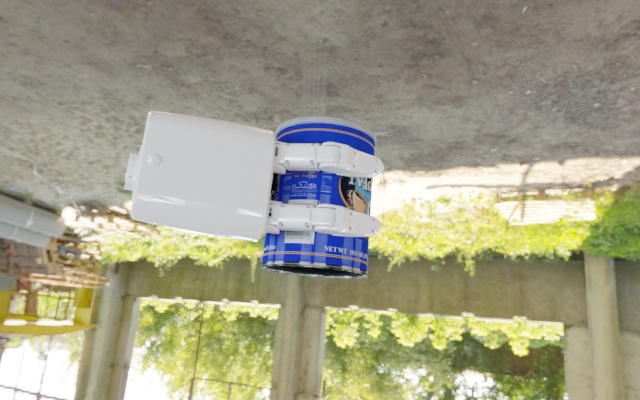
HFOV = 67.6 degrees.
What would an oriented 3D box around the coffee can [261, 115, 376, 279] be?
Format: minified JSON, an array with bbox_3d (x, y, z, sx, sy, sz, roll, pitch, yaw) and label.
[{"bbox_3d":[0.000,0.001,0.472,0.103,0.140,0.103,5,-14,1],"label":"coffee can"}]
